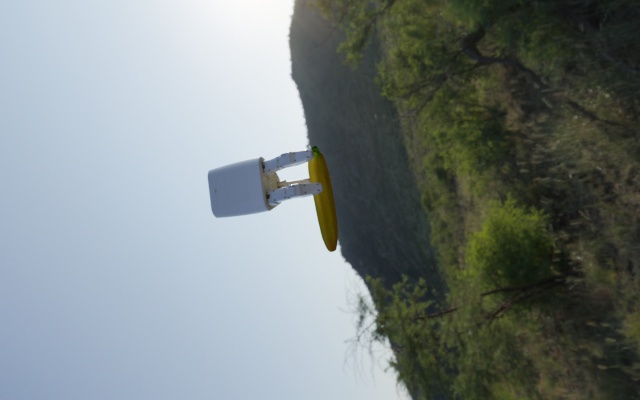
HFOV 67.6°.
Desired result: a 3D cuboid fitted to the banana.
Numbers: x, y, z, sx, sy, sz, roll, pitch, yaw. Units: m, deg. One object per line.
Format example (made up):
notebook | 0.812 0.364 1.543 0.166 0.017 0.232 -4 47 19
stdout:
banana | 0.003 -0.006 0.864 0.037 0.198 0.069 -8 18 13
